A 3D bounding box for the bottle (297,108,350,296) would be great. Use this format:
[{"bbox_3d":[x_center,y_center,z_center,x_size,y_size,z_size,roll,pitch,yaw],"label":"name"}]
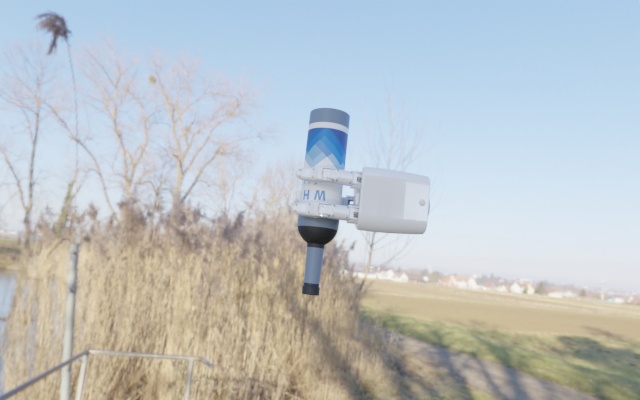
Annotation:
[{"bbox_3d":[0.000,0.002,0.767,0.069,0.295,0.069,6,-9,1],"label":"bottle"}]
